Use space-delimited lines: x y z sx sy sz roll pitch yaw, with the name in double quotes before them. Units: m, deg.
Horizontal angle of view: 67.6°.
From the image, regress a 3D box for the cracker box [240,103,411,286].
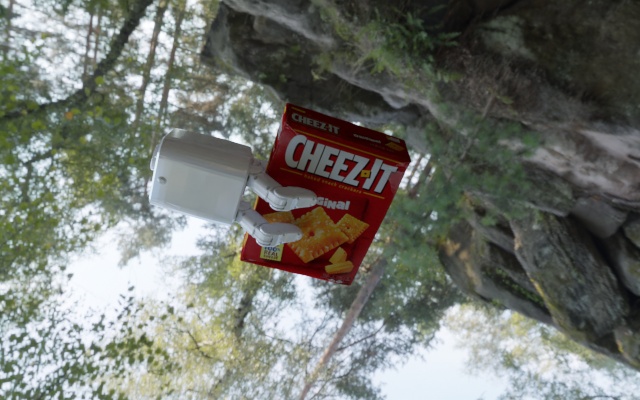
"cracker box" 0.000 0.002 0.632 0.164 0.214 0.072 16 30 -11
